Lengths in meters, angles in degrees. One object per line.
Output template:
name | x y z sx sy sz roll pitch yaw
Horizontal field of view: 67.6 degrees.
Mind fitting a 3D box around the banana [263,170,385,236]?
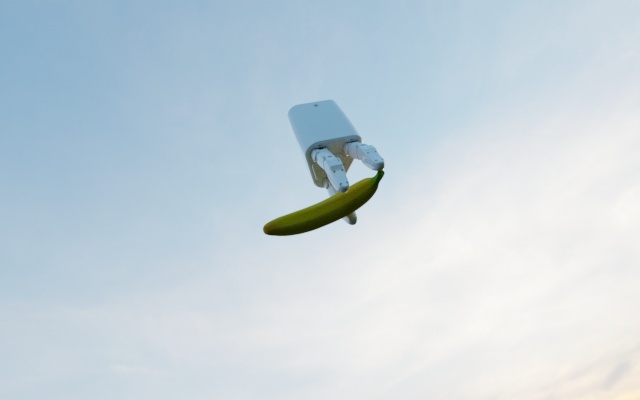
banana | 0.009 0.010 0.725 0.198 0.037 0.070 -28 -35 2
